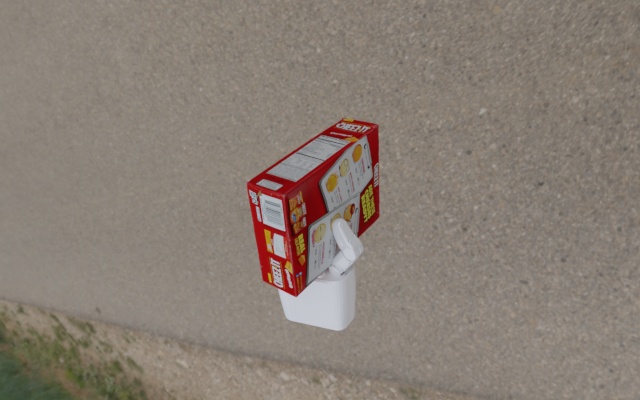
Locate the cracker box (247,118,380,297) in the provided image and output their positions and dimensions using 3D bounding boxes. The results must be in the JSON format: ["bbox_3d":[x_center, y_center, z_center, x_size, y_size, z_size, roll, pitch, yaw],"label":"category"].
[{"bbox_3d":[0.000,0.002,0.664,0.072,0.164,0.213,19,40,31],"label":"cracker box"}]
